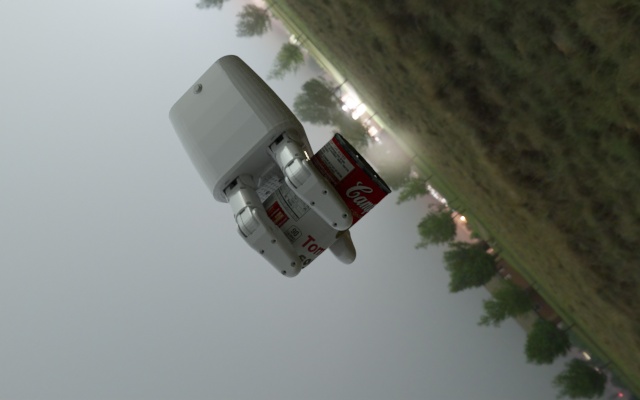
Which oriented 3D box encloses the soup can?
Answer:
[{"bbox_3d":[0.000,0.002,0.407,0.102,0.068,0.068,-42,-9,10],"label":"soup can"}]
